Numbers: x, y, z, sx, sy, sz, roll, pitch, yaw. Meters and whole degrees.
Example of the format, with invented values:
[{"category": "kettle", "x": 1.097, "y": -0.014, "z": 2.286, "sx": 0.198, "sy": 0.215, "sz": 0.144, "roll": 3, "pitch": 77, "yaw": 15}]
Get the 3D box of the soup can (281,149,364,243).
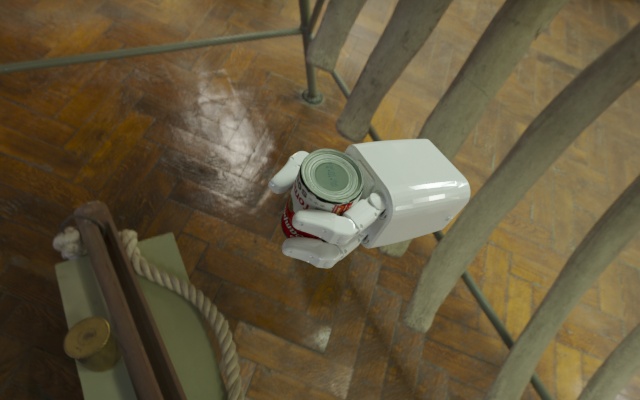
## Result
[{"category": "soup can", "x": 0.000, "y": 0.001, "z": 0.509, "sx": 0.068, "sy": 0.068, "sz": 0.102, "roll": 0, "pitch": -32, "yaw": -17}]
